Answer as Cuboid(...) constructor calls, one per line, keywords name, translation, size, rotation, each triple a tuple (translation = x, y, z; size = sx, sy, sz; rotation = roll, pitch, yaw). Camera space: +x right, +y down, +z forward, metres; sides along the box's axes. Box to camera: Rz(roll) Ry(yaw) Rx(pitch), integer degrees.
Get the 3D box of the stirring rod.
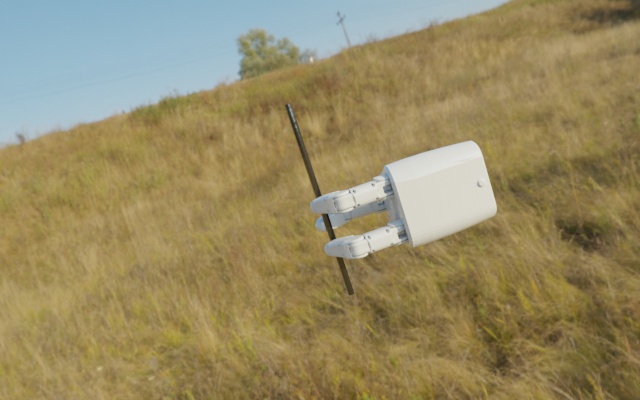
Cuboid(name="stirring rod", translation=(0.000, 0.002, 0.569), size=(0.011, 0.239, 0.011), rotation=(-18, 8, 3))
